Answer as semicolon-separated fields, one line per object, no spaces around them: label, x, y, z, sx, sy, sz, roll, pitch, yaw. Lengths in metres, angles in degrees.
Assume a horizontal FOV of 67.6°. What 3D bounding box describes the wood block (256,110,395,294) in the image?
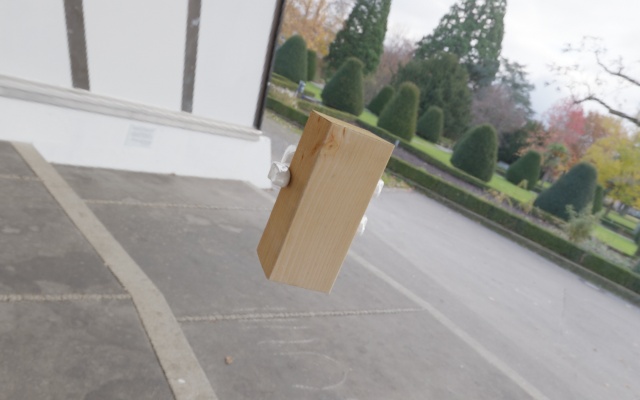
wood block;0.000;0.002;0.612;0.091;0.206;0.090;17;14;-22
